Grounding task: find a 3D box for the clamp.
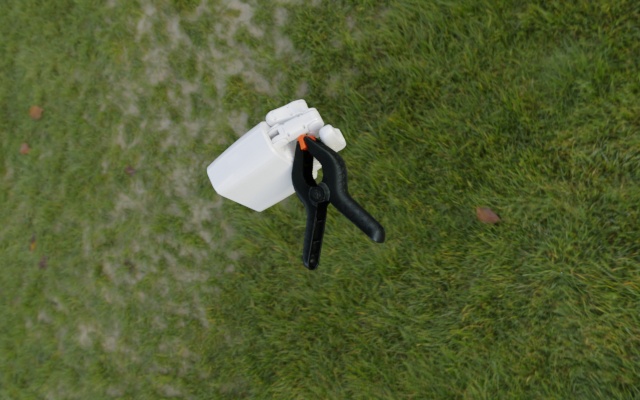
[{"bbox_3d":[0.000,0.002,0.605,0.120,0.171,0.039,-33,-21,23],"label":"clamp"}]
